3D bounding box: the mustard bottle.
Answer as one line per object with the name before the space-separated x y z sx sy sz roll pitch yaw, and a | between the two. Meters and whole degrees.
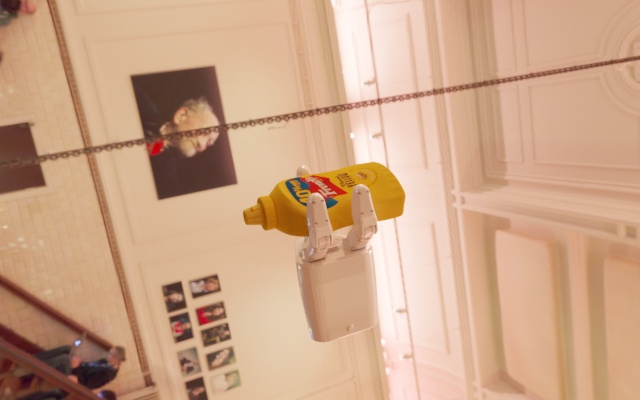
mustard bottle | 0.000 0.002 0.586 0.191 0.058 0.096 -12 37 -19
